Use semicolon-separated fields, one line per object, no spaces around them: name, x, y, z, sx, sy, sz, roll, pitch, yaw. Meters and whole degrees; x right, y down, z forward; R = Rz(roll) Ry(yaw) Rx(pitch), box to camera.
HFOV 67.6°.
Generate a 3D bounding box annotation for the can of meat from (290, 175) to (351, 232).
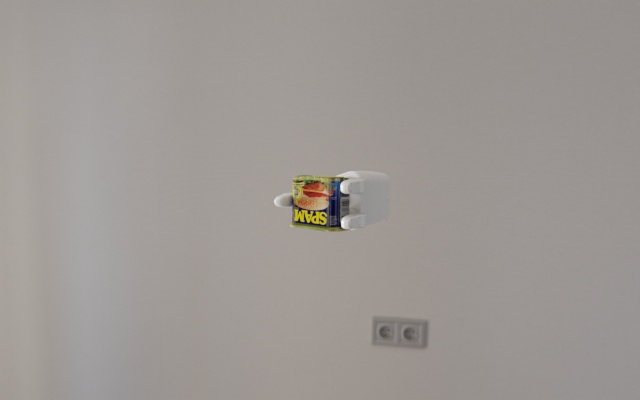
can of meat;0.000;0.002;0.768;0.102;0.084;0.057;5;6;41
